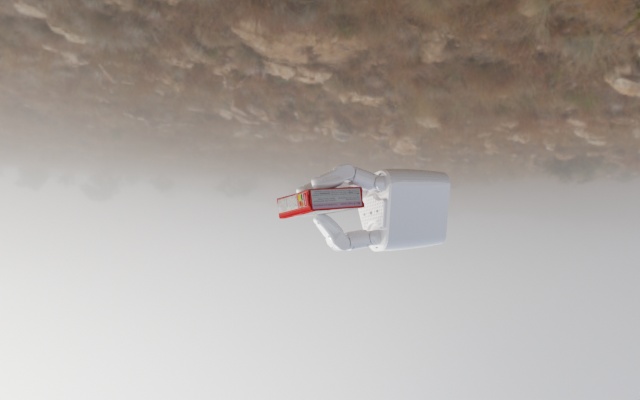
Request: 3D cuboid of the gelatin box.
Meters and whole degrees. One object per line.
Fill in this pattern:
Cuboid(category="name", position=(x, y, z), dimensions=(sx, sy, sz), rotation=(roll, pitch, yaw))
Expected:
Cuboid(category="gelatin box", position=(0.000, 0.002, 0.617), dimensions=(0.089, 0.030, 0.073), rotation=(-5, -6, -38))
